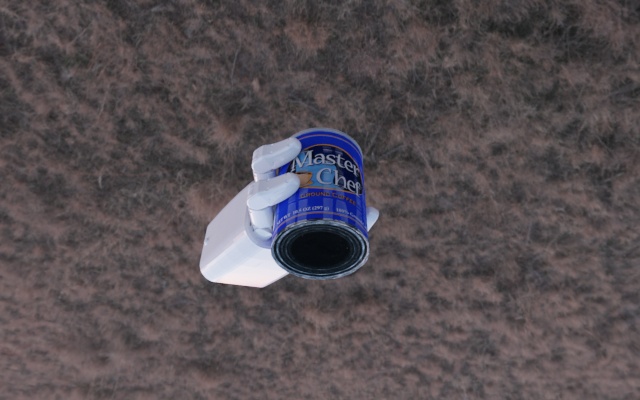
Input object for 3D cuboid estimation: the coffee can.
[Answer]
[{"bbox_3d":[0.000,0.002,0.536,0.103,0.140,0.103,0,-42,0],"label":"coffee can"}]
